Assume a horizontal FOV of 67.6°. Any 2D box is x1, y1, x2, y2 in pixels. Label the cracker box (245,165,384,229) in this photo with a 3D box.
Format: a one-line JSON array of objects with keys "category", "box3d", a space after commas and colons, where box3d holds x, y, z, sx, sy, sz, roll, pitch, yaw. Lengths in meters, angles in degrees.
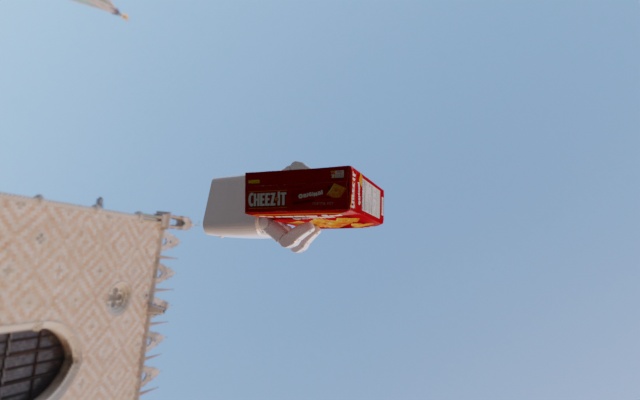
[{"category": "cracker box", "box3d": [0.000, 0.002, 0.766, 0.164, 0.072, 0.214, -3, -9, 19]}]
